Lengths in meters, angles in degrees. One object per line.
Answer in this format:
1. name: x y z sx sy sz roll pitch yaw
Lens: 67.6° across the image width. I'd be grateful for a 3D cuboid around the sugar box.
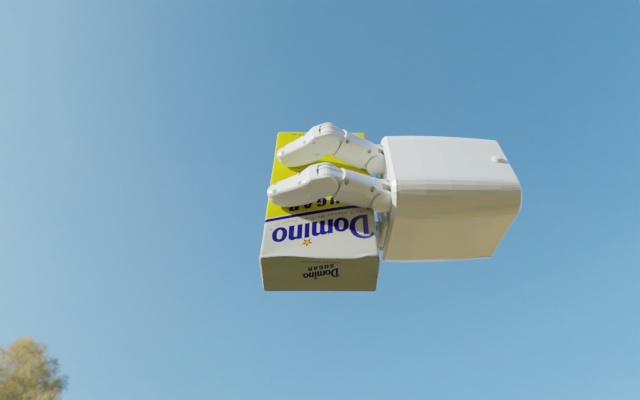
1. sugar box: 0.000 0.001 0.432 0.093 0.048 0.176 0 38 0
